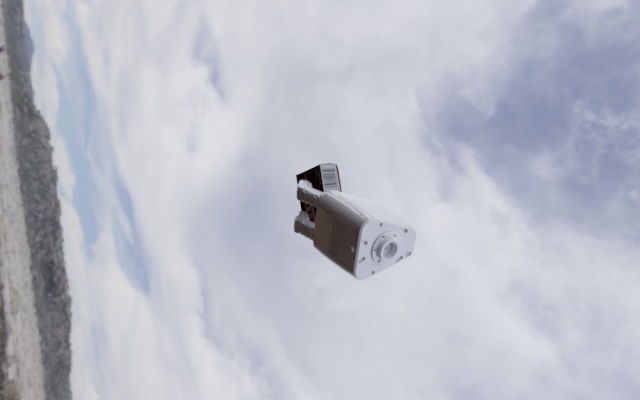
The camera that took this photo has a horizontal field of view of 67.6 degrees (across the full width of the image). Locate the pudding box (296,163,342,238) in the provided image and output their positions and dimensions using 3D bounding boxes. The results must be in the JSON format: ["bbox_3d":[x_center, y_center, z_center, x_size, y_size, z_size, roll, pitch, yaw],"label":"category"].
[{"bbox_3d":[0.000,0.003,0.785,0.039,0.113,0.090,-4,-7,-29],"label":"pudding box"}]
